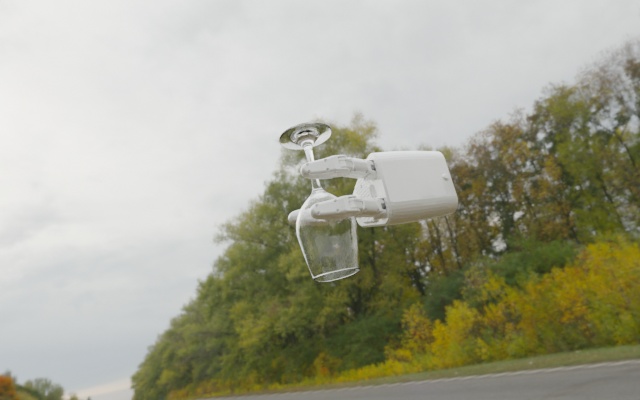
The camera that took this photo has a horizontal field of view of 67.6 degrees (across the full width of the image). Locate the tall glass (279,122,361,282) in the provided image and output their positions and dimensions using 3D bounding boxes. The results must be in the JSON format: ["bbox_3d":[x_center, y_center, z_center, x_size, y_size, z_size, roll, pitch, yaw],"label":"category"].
[{"bbox_3d":[0.000,0.001,0.628,0.079,0.201,0.079,-11,-19,-4],"label":"tall glass"}]
